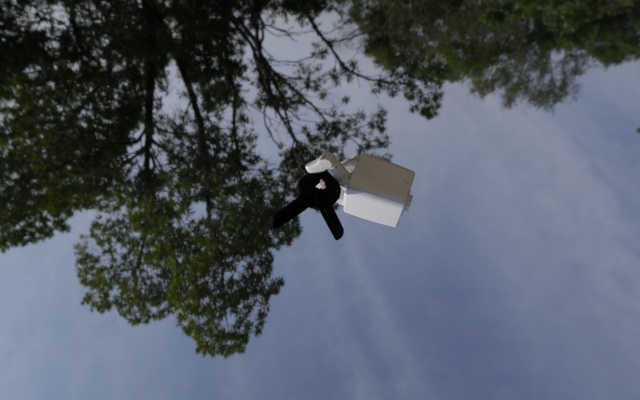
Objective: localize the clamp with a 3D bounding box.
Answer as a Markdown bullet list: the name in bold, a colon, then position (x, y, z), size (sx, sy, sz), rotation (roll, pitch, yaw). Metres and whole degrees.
- **clamp**: position (0.000, 0.003, 0.822), size (0.120, 0.039, 0.171), rotation (21, 46, 9)
